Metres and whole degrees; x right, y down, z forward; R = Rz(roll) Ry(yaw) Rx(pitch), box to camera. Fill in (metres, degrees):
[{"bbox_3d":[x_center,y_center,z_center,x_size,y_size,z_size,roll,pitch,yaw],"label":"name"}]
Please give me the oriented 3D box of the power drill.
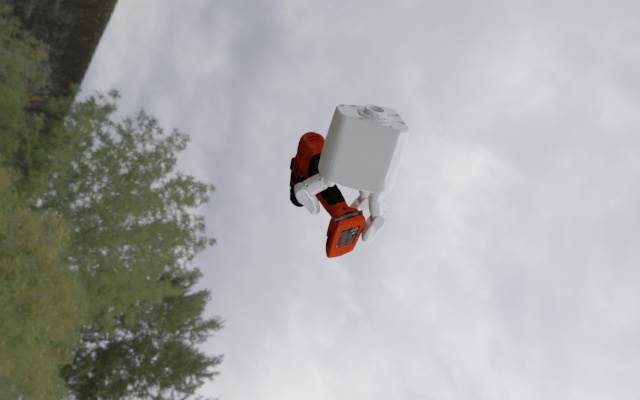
[{"bbox_3d":[0.000,0.003,0.825,0.057,0.187,0.185,-18,-31,-22],"label":"power drill"}]
